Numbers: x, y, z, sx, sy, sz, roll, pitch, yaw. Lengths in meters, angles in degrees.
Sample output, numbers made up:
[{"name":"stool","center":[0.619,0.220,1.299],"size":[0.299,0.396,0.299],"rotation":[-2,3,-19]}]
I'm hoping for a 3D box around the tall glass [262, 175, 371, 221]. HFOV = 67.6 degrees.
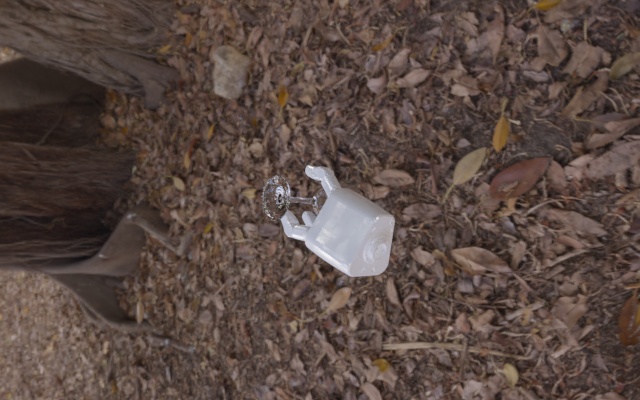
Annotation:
[{"name":"tall glass","center":[0.000,0.003,0.839],"size":[0.201,0.079,0.079],"rotation":[5,-3,-42]}]
